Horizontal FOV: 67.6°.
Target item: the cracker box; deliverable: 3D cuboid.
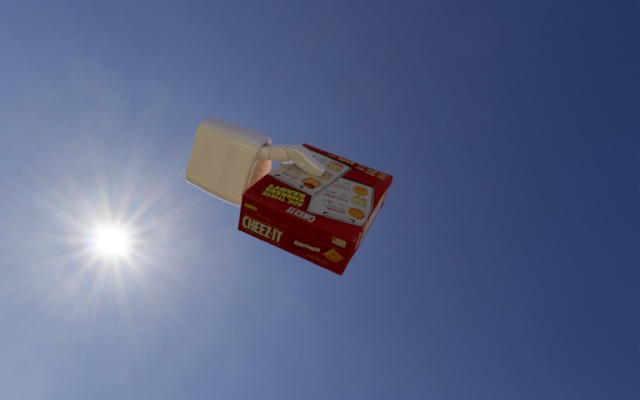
[{"bbox_3d":[0.000,0.002,0.718,0.164,0.072,0.213,22,32,12],"label":"cracker box"}]
